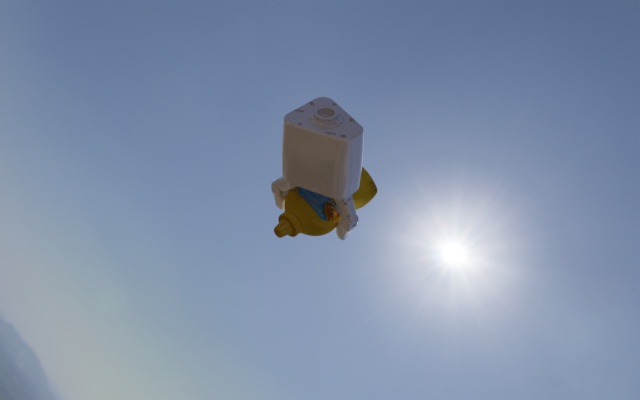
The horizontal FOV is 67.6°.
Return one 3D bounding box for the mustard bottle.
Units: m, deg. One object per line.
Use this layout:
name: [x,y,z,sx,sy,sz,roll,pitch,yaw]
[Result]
mustard bottle: [0.000,0.003,0.771,0.191,0.096,0.058,-36,-10,-34]
